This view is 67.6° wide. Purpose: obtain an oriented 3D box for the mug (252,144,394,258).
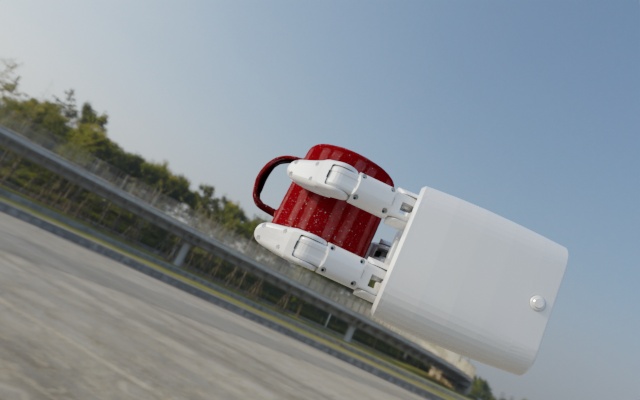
[{"bbox_3d":[-0.001,0.001,0.405,0.117,0.081,0.093,24,-13,9],"label":"mug"}]
